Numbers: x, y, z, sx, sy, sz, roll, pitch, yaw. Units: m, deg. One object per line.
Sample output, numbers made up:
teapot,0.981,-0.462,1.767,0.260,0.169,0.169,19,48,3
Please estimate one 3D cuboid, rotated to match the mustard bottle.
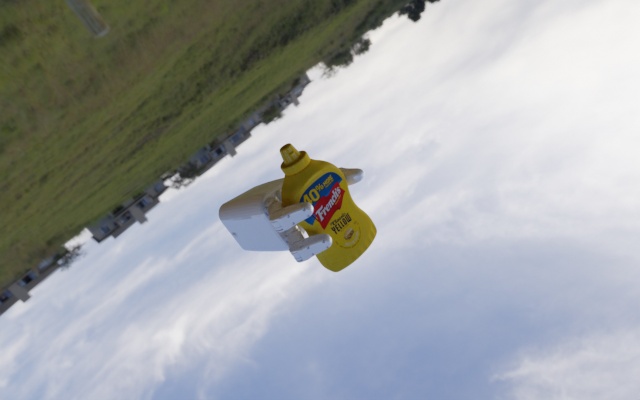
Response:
mustard bottle,0.000,0.002,0.665,0.096,0.192,0.058,-41,26,-17
